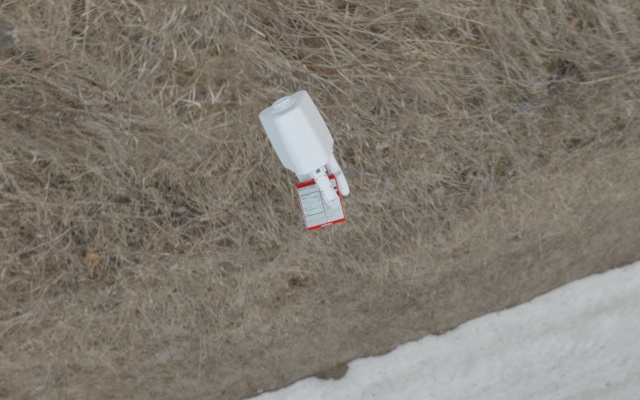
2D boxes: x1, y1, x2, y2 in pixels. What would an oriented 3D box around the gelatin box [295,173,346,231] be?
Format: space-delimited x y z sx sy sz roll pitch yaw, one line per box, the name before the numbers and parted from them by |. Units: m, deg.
gelatin box | 0.000 0.003 0.860 0.073 0.089 0.030 -16 19 -4
